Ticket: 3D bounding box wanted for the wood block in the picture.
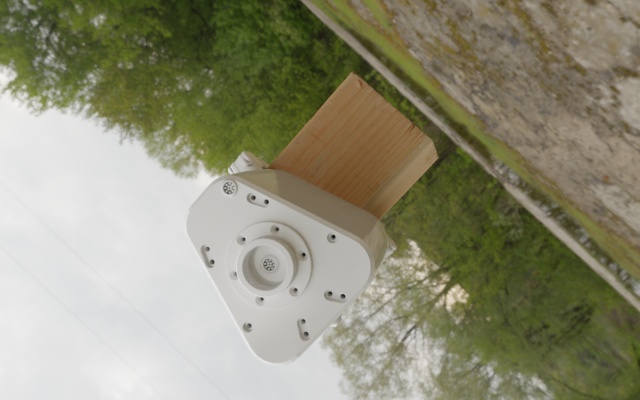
[{"bbox_3d":[0.000,0.001,0.433,0.091,0.206,0.090,45,9,15],"label":"wood block"}]
